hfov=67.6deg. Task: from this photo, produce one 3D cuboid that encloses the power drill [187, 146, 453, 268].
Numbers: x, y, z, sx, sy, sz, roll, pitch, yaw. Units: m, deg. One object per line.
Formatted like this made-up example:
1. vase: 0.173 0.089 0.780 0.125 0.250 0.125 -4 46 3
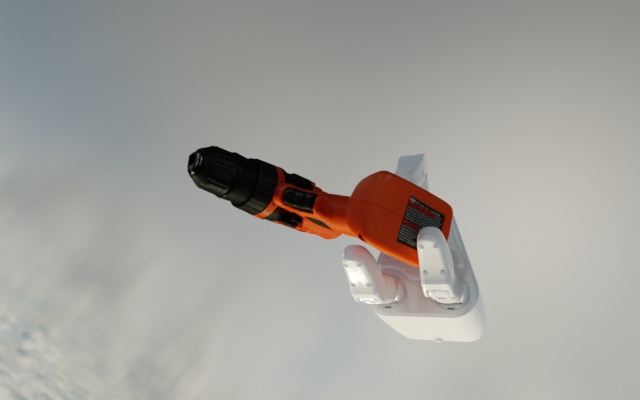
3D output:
1. power drill: 0.001 0.002 0.408 0.184 0.057 0.187 22 -6 -40
